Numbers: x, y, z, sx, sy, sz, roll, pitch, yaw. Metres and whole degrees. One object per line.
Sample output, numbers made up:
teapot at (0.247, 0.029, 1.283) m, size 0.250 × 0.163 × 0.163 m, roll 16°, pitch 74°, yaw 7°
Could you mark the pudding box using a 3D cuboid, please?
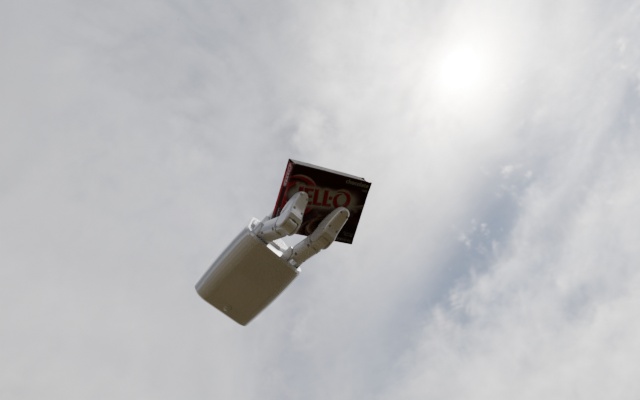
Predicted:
pudding box at (0.000, 0.002, 0.629) m, size 0.113 × 0.090 × 0.039 m, roll 12°, pitch 14°, yaw -21°
